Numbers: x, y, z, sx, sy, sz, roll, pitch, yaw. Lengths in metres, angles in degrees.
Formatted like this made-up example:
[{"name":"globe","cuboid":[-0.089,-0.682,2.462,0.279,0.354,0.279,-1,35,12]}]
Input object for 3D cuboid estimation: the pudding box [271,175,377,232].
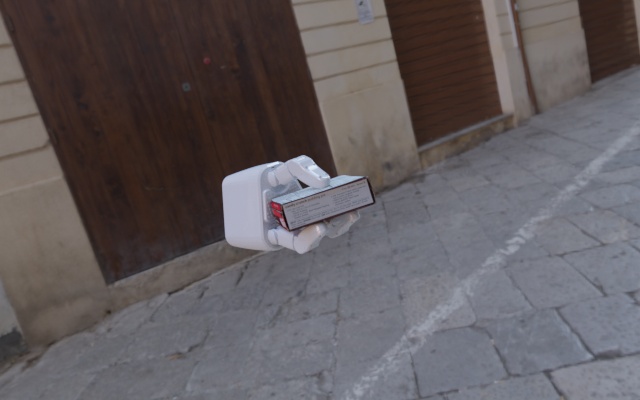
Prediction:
[{"name":"pudding box","cuboid":[0.000,0.002,0.589,0.113,0.039,0.090,-20,8,-11]}]
